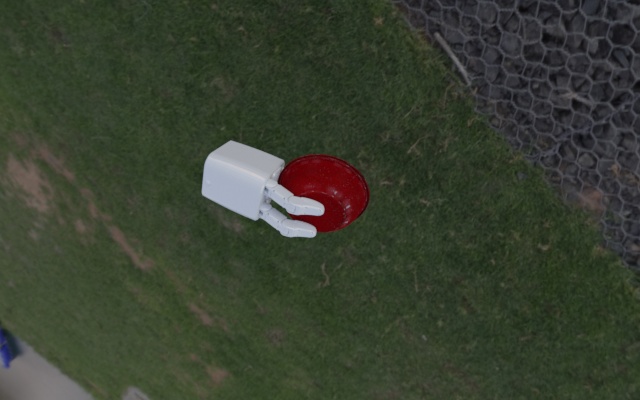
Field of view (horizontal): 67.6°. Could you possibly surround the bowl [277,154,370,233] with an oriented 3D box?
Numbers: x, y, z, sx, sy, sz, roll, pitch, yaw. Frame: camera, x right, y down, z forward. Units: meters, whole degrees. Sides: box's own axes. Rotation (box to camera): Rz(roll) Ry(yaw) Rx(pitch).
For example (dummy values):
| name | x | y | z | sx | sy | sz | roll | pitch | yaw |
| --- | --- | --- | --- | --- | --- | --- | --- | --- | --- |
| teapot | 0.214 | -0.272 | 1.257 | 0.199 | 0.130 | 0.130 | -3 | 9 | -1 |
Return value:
| name | x | y | z | sx | sy | sz | roll | pitch | yaw |
| --- | --- | --- | --- | --- | --- | --- | --- | --- | --- |
| bowl | 0.001 | 0.003 | 0.803 | 0.162 | 0.162 | 0.055 | 0 | 41 | 13 |
